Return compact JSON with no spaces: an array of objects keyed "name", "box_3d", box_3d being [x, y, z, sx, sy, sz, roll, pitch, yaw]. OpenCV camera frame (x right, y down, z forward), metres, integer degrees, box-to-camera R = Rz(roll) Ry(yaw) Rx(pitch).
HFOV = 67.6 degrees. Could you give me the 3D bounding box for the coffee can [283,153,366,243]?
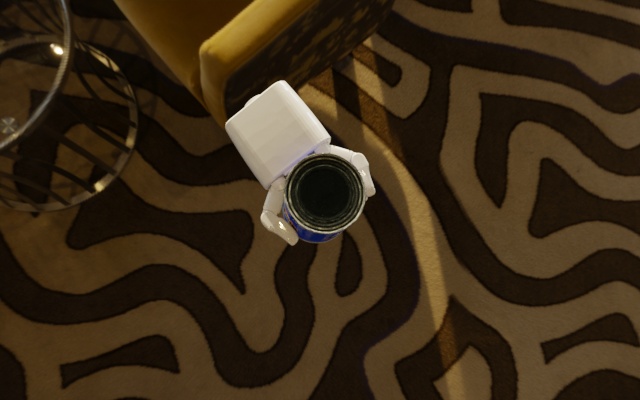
[{"name":"coffee can","box_3d":[0.000,0.002,0.656,0.103,0.103,0.140,0,-9,-5]}]
